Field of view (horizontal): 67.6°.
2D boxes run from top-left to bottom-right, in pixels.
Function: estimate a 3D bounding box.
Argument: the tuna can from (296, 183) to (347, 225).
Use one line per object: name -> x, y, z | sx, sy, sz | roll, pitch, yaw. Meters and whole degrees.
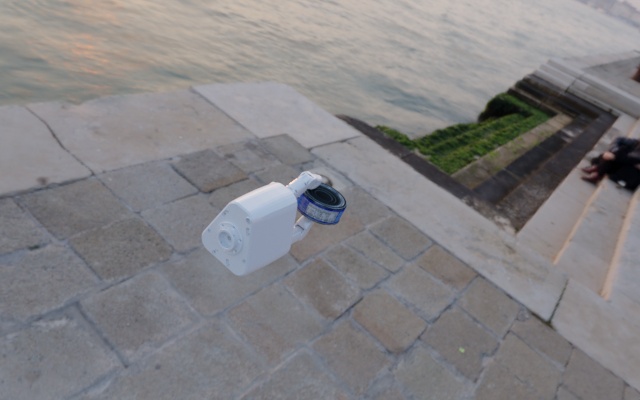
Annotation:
tuna can -> 0.000, 0.002, 0.801 | 0.086, 0.034, 0.086 | 21, 26, -11
